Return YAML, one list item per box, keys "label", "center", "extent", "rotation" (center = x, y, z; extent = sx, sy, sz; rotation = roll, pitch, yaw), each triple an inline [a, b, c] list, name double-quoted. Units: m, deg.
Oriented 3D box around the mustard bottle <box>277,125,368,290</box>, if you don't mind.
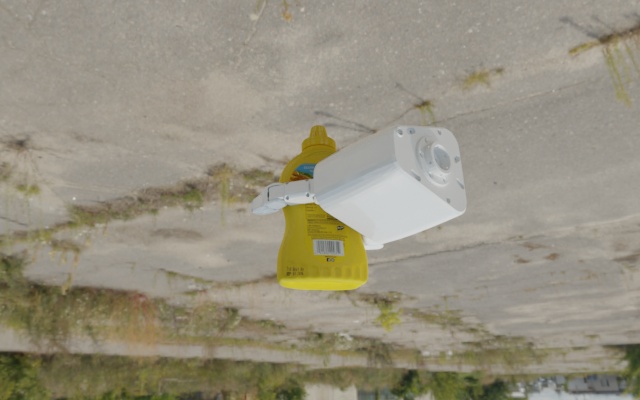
- label: "mustard bottle"
  center: [0.000, 0.002, 0.539]
  extent: [0.096, 0.191, 0.058]
  rotation: [4, -22, -14]
